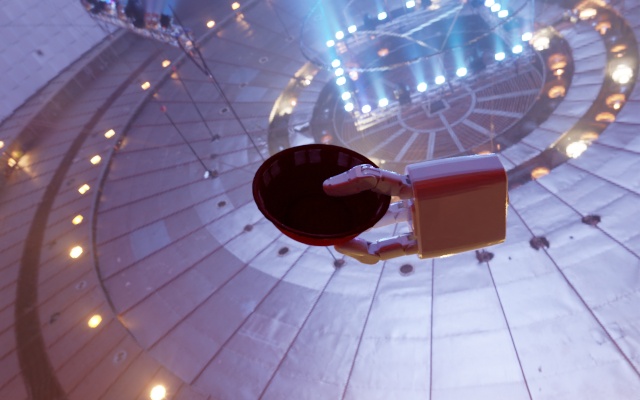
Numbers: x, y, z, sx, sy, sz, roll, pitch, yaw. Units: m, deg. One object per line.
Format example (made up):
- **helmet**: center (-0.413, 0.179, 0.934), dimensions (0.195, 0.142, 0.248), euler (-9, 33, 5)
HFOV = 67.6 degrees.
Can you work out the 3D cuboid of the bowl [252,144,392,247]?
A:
- **bowl**: center (-0.001, 0.002, 0.571), dimensions (0.162, 0.055, 0.162), euler (3, 44, -3)
